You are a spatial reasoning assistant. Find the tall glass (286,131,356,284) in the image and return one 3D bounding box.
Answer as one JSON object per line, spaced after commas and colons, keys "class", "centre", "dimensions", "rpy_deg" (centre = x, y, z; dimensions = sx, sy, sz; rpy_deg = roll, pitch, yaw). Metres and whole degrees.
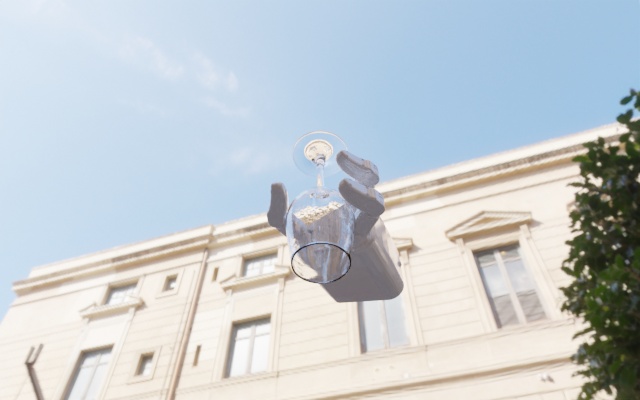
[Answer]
{"class": "tall glass", "centre": [0.000, 0.001, 0.562], "dimensions": [0.079, 0.079, 0.200], "rpy_deg": [0, 39, 0]}
